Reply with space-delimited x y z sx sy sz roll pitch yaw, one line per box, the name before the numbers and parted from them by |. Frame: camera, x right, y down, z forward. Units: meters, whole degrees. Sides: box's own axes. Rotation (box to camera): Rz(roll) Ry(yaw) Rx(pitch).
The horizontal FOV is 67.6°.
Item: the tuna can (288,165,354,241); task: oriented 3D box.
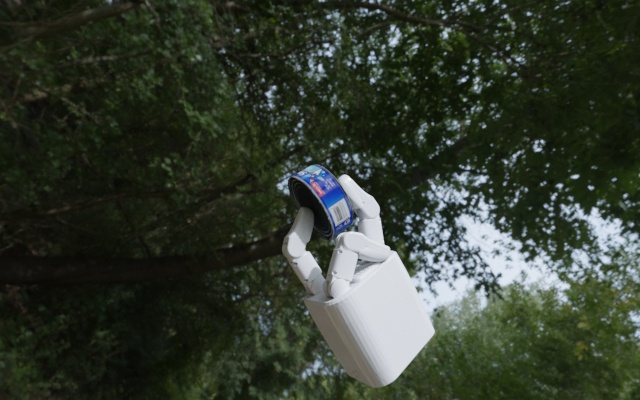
tuna can | 0.001 0.001 0.554 0.033 0.086 0.086 -33 12 -20
